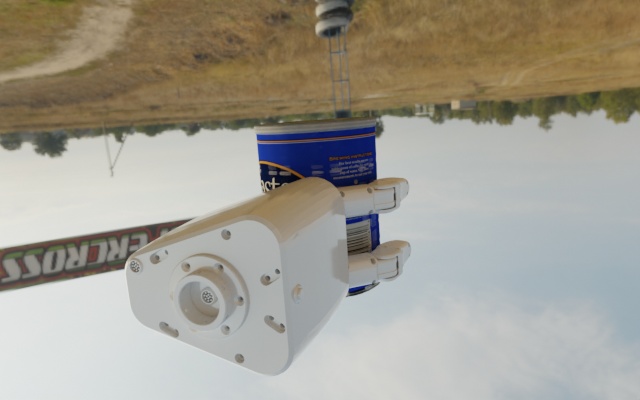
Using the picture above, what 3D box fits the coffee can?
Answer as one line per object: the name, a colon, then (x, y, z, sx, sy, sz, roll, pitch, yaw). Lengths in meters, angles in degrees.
coffee can: (0.000, 0.001, 0.415, 0.103, 0.140, 0.103, -4, 11, 1)
